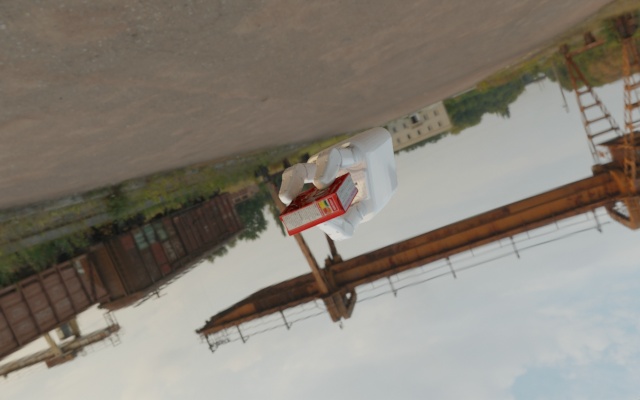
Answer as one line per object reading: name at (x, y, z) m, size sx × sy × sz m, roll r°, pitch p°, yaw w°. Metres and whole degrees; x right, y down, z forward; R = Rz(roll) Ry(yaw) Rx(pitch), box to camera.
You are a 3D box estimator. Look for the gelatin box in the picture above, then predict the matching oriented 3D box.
gelatin box at (0.000, 0.002, 0.560) m, size 0.073 × 0.030 × 0.089 m, roll -23°, pitch 12°, yaw 20°
